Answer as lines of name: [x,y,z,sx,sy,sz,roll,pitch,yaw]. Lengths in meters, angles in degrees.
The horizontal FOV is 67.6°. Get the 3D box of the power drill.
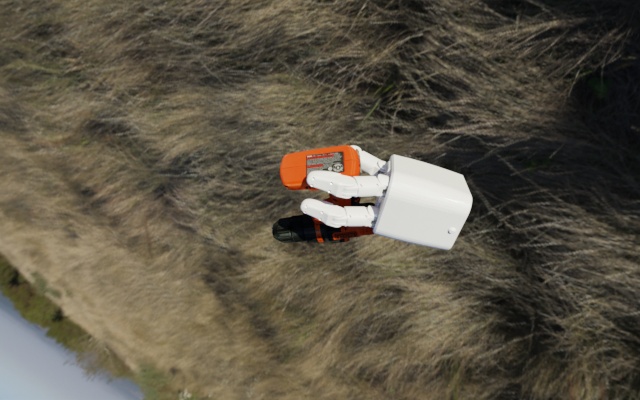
power drill: [0.000,0.002,0.697,0.184,0.057,0.188,-9,-32,7]
